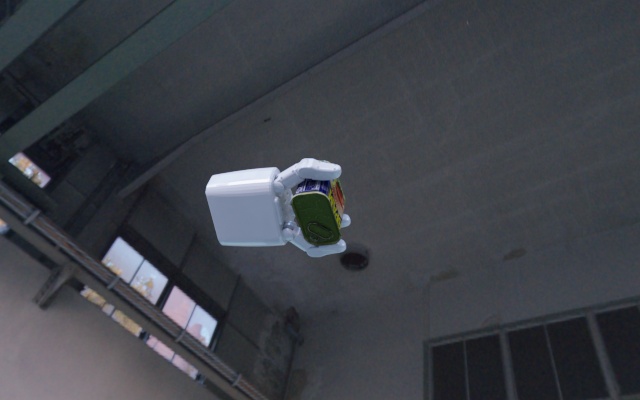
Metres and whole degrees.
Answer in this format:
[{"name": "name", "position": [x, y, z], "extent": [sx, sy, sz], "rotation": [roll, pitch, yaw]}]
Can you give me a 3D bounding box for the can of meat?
[{"name": "can of meat", "position": [0.000, 0.002, 0.715], "extent": [0.057, 0.102, 0.084], "rotation": [-7, 39, 16]}]
